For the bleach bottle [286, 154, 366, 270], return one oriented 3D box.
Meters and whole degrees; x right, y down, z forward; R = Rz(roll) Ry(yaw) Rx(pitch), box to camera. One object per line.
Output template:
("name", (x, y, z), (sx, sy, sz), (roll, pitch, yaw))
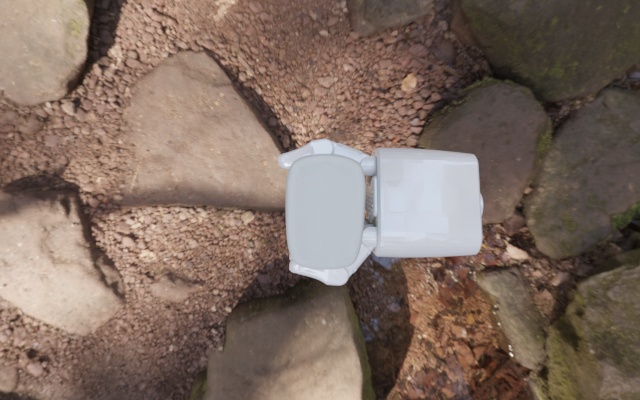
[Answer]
("bleach bottle", (0.000, 0.002, 0.522), (0.068, 0.102, 0.251), (2, 5, -2))
